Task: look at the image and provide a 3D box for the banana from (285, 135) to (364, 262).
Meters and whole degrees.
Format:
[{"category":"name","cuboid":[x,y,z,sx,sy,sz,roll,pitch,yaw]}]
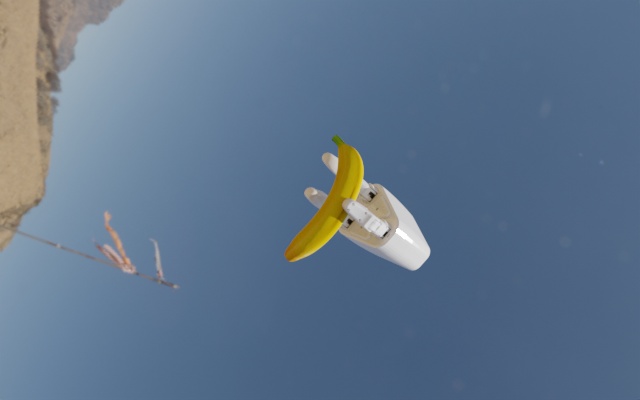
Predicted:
[{"category":"banana","cuboid":[0.015,0.002,0.671,0.069,0.197,0.037,11,-19,43]}]
